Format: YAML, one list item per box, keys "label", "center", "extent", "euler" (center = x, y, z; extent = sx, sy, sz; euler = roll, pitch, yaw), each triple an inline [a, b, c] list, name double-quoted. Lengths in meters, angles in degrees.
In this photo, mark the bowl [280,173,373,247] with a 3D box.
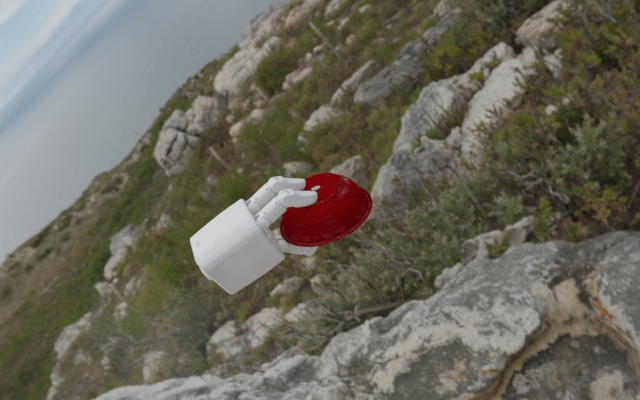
- label: "bowl"
  center: [0.001, 0.001, 0.776]
  extent: [0.162, 0.055, 0.162]
  euler: [-16, 31, 10]
